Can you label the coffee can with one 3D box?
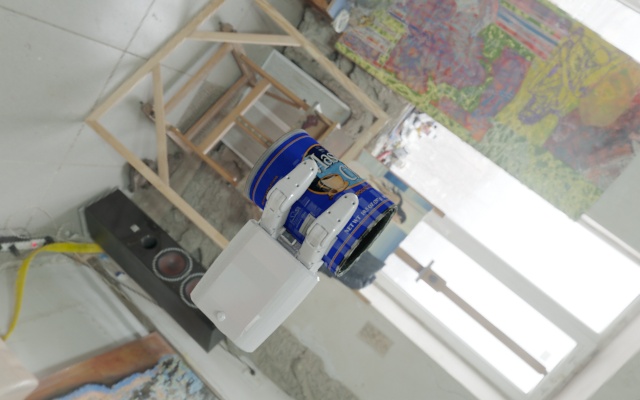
[{"bbox_3d":[0.000,0.002,0.538,0.140,0.103,0.103,40,12,14],"label":"coffee can"}]
